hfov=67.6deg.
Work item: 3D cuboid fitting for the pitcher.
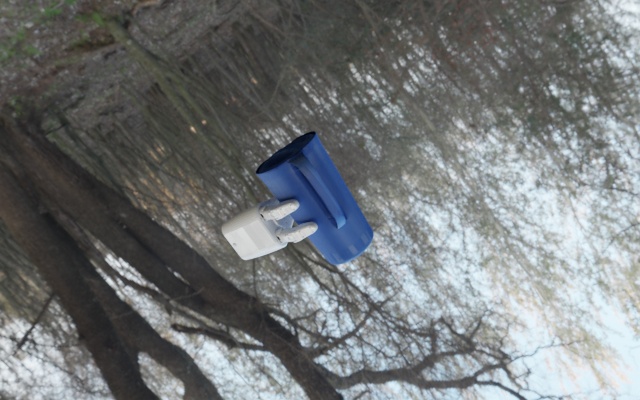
[{"bbox_3d":[0.000,0.003,0.898,0.145,0.243,0.149,-23,21,33],"label":"pitcher"}]
